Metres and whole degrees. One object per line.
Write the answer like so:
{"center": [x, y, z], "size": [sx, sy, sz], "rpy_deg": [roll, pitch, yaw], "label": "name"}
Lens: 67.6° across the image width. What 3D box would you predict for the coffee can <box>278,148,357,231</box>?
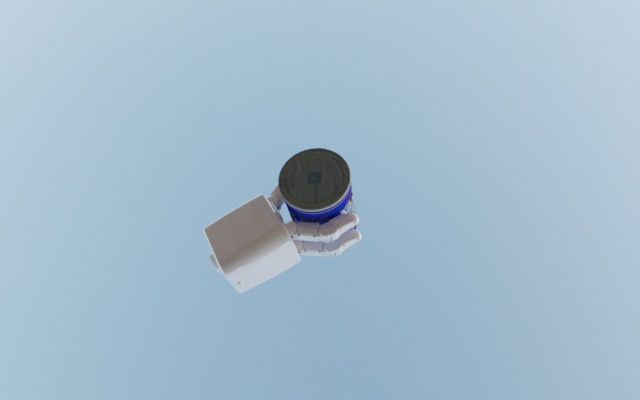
{"center": [0.000, 0.002, 0.724], "size": [0.103, 0.102, 0.140], "rpy_deg": [0, -29, 9], "label": "coffee can"}
